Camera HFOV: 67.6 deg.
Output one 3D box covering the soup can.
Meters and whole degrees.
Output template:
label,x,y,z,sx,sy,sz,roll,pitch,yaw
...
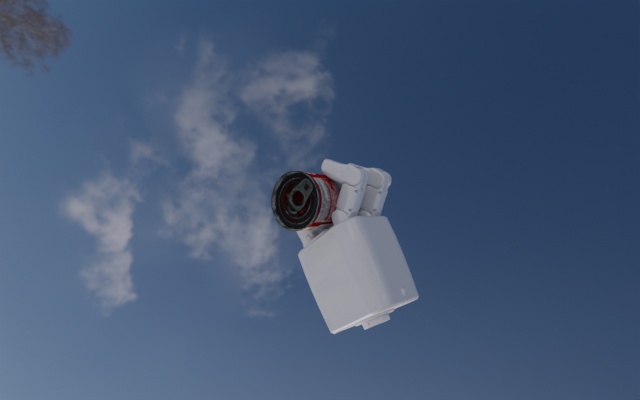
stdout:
label,x,y,z,sx,sy,sz,roll,pitch,yaw
soup can,0.000,0.001,0.571,0.068,0.068,0.102,0,-2,36
